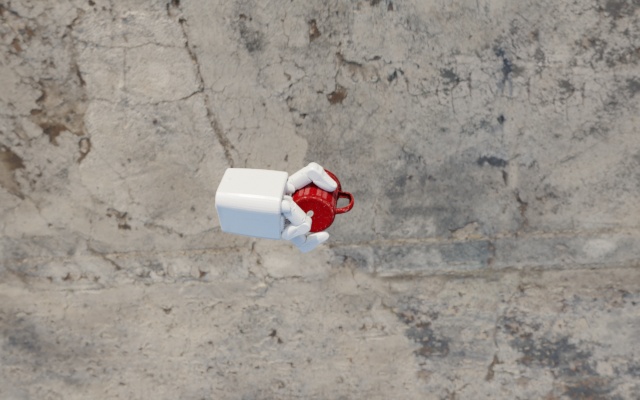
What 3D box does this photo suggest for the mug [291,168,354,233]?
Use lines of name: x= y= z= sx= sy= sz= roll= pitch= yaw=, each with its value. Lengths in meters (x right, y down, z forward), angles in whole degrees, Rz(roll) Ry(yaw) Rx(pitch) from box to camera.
mug: x=0.002 y=0.003 z=0.838 sx=0.117 sy=0.093 sz=0.081 roll=5 pitch=37 yaw=3
